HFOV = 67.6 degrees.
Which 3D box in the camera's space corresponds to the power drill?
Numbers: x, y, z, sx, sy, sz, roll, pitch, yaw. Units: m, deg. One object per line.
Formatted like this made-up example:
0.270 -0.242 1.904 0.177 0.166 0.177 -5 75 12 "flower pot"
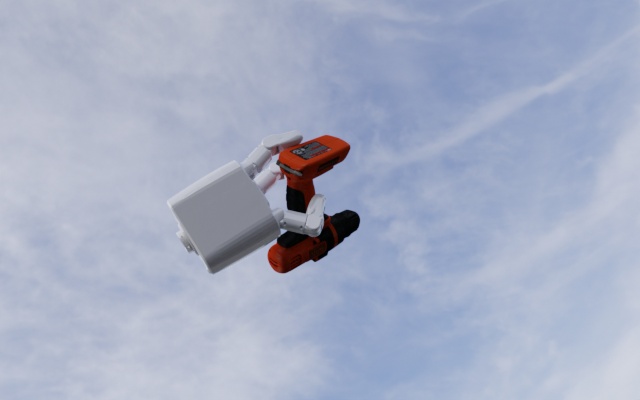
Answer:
0.000 0.002 0.711 0.057 0.188 0.184 26 38 35 "power drill"
